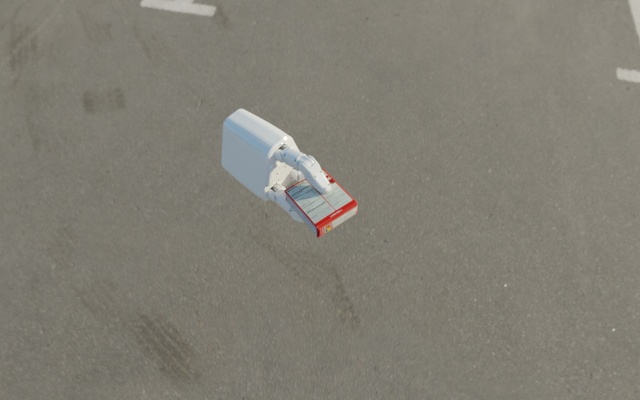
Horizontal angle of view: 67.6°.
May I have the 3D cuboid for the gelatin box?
[{"bbox_3d":[0.000,0.002,0.710,0.073,0.030,0.089,-31,56,-19],"label":"gelatin box"}]
